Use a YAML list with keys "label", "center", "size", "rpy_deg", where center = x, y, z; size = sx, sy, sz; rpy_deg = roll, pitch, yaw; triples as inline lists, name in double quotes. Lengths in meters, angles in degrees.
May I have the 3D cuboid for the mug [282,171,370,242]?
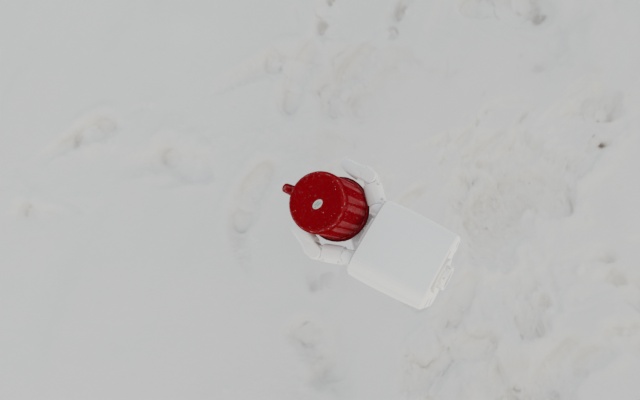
- label: "mug"
  center: [-0.001, 0.001, 0.642]
  size: [0.117, 0.093, 0.081]
  rpy_deg: [26, 3, 23]
